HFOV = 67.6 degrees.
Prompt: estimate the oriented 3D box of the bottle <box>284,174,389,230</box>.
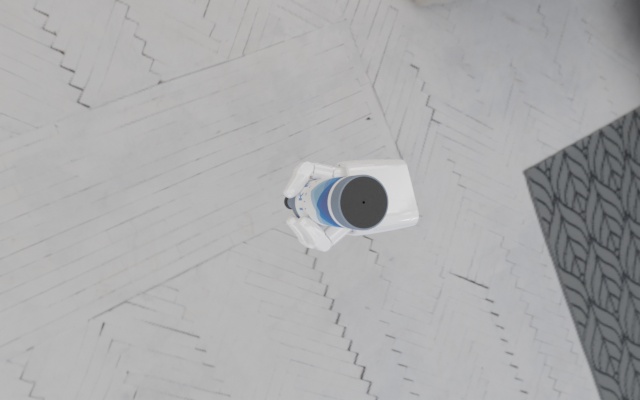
[{"bbox_3d":[0.000,0.002,0.701,0.069,0.069,0.295,0,0,-20],"label":"bottle"}]
